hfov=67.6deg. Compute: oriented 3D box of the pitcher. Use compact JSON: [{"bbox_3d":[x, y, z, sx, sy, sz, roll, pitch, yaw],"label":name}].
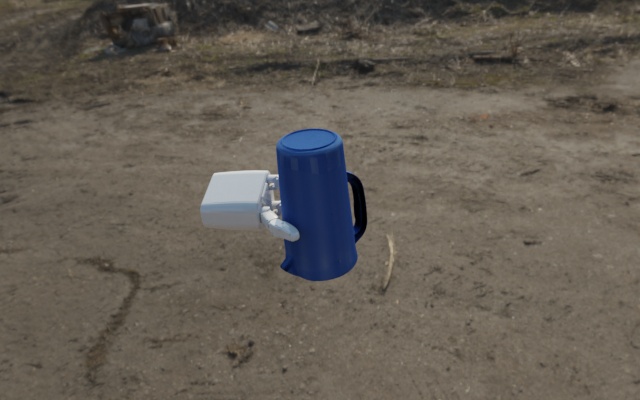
[{"bbox_3d":[0.000,0.003,0.824,0.145,0.243,0.149,1,30,11],"label":"pitcher"}]
